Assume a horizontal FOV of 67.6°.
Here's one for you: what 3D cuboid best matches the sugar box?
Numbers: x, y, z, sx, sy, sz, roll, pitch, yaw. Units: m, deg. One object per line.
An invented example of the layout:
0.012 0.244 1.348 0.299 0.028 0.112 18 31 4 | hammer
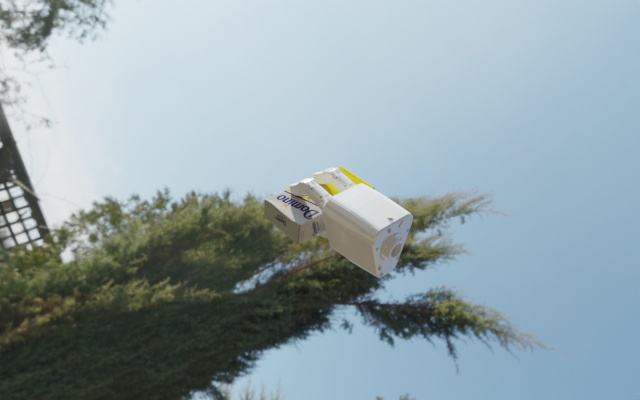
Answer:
0.000 0.002 0.823 0.176 0.048 0.093 -24 45 -36 | sugar box
